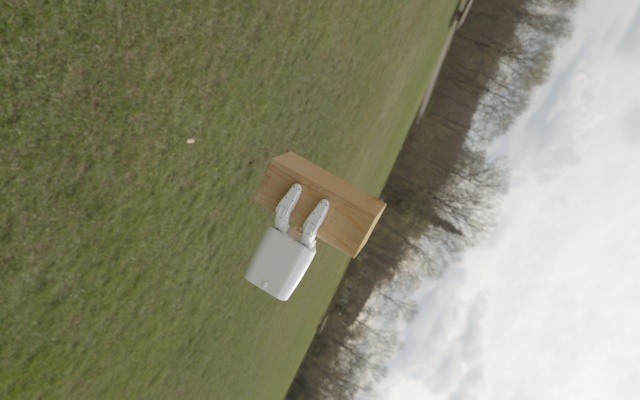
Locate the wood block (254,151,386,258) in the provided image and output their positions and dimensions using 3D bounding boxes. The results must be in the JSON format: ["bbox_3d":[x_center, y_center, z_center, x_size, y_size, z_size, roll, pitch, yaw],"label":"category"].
[{"bbox_3d":[0.000,0.003,0.855,0.206,0.090,0.091,30,21,10],"label":"wood block"}]
